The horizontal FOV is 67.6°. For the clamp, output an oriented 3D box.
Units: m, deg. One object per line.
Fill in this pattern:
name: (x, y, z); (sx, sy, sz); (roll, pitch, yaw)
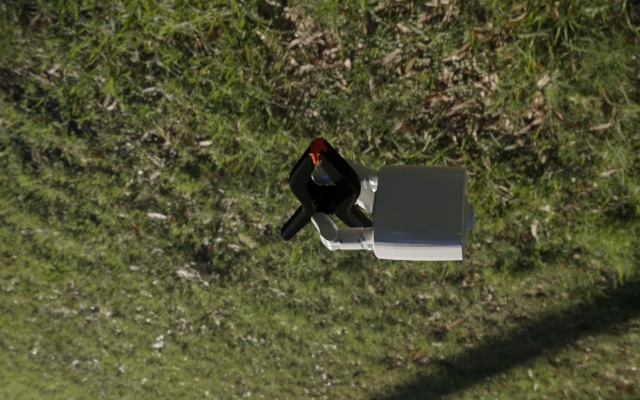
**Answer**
clamp: (0.000, 0.002, 0.645); (0.164, 0.036, 0.210); (0, -40, 19)
